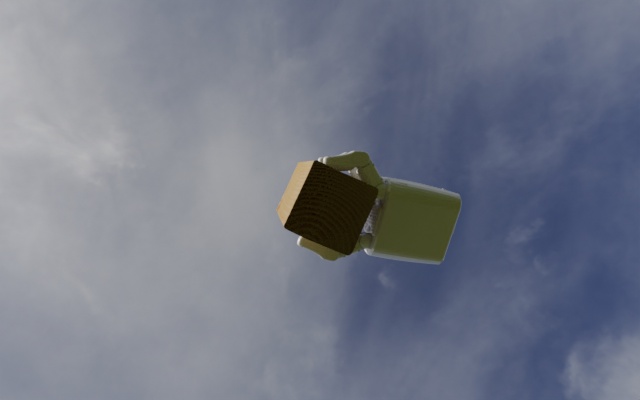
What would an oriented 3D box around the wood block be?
[{"bbox_3d":[0.000,0.003,0.662,0.090,0.091,0.206,24,0,-8],"label":"wood block"}]
